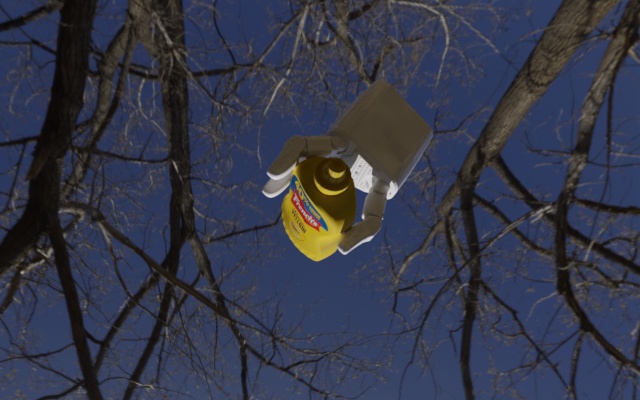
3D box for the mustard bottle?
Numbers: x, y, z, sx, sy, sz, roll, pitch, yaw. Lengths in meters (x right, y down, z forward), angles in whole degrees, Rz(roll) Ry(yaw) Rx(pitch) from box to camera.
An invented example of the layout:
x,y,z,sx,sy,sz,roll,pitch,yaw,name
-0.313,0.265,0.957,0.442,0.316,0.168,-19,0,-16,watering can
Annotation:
x,y,z,sx,sy,sz,roll,pitch,yaw,name
0.000,0.002,0.572,0.058,0.096,0.192,-25,-16,-21,mustard bottle
